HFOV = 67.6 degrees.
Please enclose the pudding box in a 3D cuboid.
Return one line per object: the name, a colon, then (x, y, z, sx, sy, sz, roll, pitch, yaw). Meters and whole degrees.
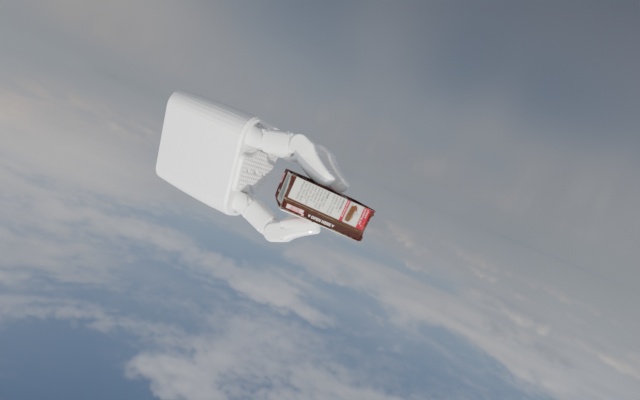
pudding box: (0.000, 0.002, 0.505, 0.090, 0.039, 0.113, 23, 5, -9)
